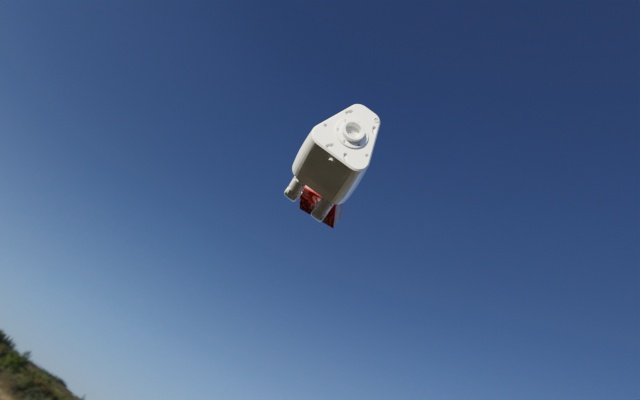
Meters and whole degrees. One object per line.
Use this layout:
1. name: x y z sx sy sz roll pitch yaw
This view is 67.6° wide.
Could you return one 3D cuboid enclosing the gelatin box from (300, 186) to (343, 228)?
1. gelatin box: 0.000 0.003 0.827 0.073 0.030 0.089 30 -25 13
